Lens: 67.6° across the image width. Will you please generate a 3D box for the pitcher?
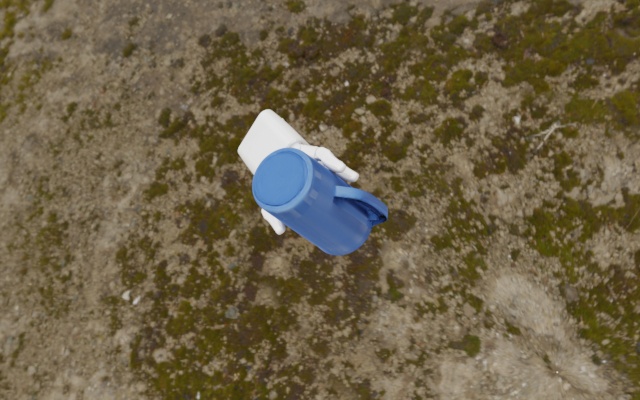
[{"bbox_3d":[0.000,0.003,0.816,0.145,0.149,0.243,48,6,32],"label":"pitcher"}]
